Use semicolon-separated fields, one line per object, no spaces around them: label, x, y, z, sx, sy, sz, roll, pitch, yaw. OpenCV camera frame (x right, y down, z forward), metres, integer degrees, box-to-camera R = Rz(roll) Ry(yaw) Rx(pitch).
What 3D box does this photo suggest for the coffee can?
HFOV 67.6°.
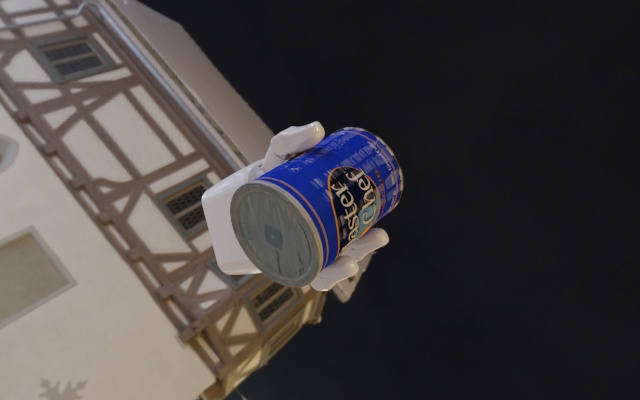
coffee can;0.000;0.001;0.455;0.103;0.103;0.140;0;26;42
